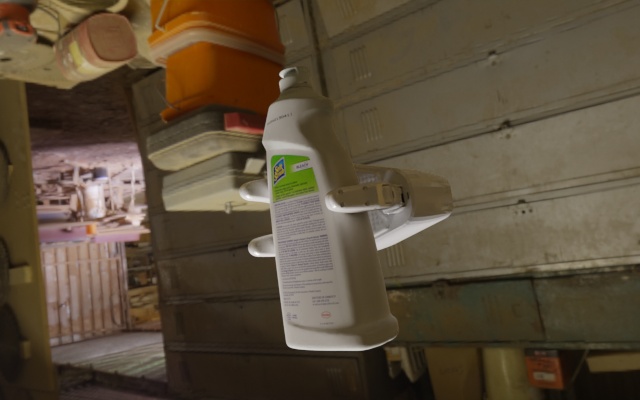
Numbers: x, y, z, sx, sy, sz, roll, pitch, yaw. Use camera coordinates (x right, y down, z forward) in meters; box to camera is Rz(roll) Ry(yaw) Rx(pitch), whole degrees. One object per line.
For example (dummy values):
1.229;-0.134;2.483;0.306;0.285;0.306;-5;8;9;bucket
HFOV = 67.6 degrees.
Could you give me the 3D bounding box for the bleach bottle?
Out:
0.000;0.001;0.432;0.102;0.251;0.068;-12;-6;37;bleach bottle
